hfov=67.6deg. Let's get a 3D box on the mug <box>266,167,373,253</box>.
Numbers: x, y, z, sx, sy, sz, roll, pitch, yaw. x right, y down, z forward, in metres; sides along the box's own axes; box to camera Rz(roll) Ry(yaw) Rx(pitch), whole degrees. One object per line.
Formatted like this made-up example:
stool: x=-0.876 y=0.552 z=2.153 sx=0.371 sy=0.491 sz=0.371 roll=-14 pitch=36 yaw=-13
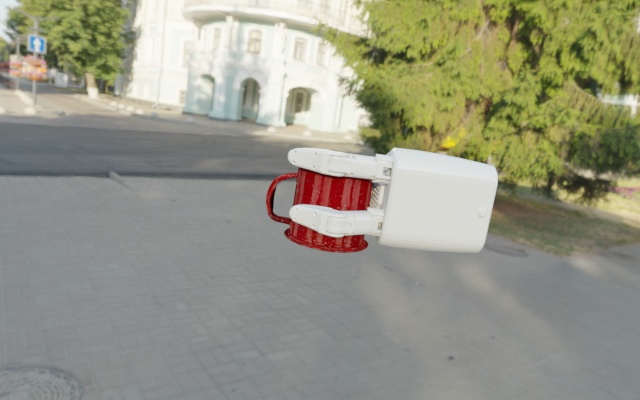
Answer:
mug: x=-0.001 y=0.001 z=0.515 sx=0.117 sy=0.081 sz=0.093 roll=8 pitch=11 yaw=-4
